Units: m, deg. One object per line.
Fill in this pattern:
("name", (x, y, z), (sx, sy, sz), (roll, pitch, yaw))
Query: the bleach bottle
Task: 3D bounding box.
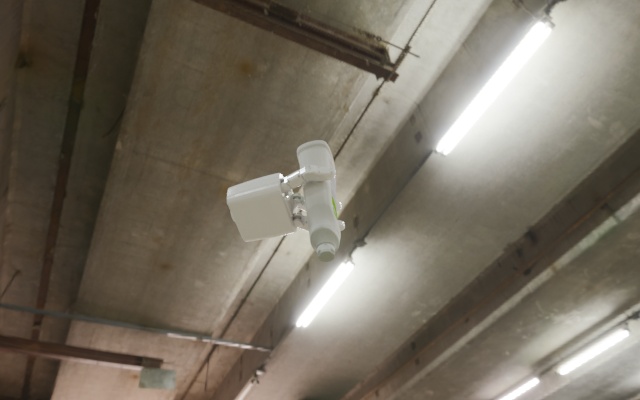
("bleach bottle", (0.000, 0.003, 0.889), (0.068, 0.250, 0.103), (-14, -47, 9))
